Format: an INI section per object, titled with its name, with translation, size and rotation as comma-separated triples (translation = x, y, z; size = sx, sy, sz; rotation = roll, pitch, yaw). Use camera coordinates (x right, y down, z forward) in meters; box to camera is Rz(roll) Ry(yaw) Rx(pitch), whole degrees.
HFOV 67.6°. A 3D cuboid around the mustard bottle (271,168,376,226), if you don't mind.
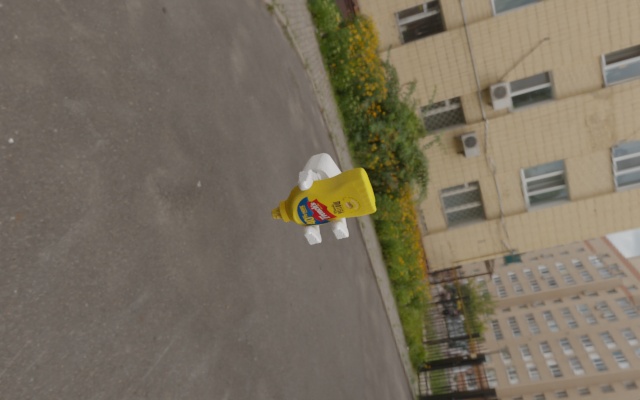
[mustard bottle]
translation = 0.000, 0.003, 0.885
size = 0.191, 0.058, 0.096
rotation = -14, -44, 13
